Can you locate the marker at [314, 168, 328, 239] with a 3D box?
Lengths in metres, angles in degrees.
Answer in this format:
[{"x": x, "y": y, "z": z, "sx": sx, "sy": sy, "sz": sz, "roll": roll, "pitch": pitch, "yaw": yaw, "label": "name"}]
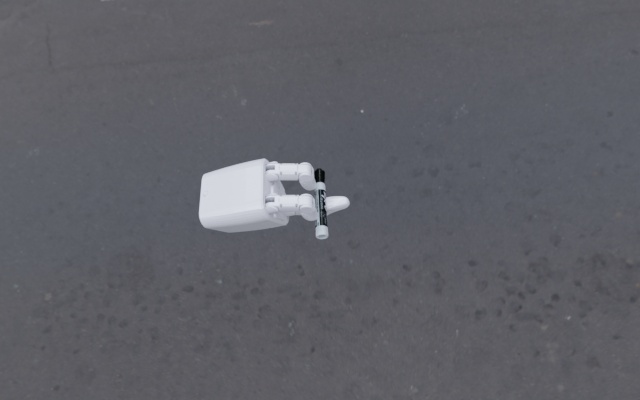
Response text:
[{"x": 0.000, "y": 0.002, "z": 0.754, "sx": 0.020, "sy": 0.121, "sz": 0.020, "roll": -2, "pitch": -28, "yaw": -1, "label": "marker"}]
